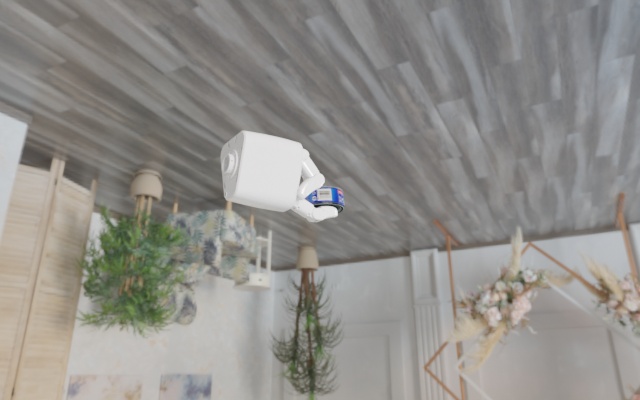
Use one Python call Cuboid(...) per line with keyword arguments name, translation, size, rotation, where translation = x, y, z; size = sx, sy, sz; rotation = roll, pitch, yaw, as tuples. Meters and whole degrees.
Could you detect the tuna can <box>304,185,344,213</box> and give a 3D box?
Cuboid(name="tuna can", translation=(0.000, 0.003, 0.865), size=(0.086, 0.033, 0.086), rotation=(-5, -18, -1))
